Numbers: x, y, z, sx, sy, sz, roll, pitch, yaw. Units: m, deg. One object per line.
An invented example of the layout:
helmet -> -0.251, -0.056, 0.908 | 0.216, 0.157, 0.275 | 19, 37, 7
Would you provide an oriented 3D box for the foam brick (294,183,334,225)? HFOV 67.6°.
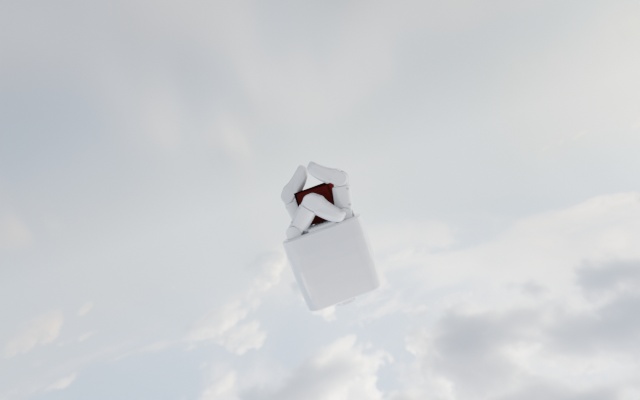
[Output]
foam brick -> 0.000, 0.002, 0.704 | 0.053, 0.051, 0.078 | -19, 2, 13
